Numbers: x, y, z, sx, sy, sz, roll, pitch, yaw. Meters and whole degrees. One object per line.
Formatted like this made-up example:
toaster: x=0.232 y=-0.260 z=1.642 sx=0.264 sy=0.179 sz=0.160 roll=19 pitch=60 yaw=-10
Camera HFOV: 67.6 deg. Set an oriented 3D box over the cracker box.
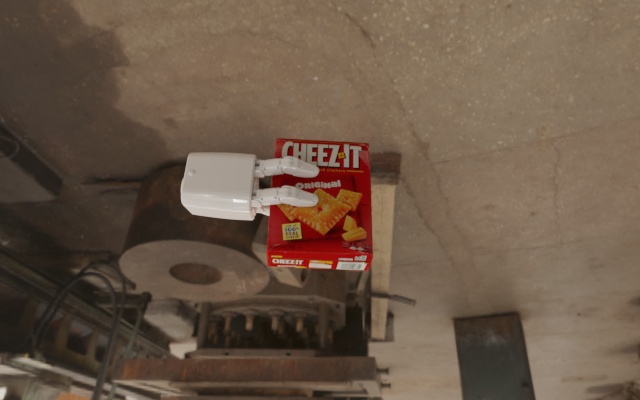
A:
cracker box: x=0.000 y=0.003 z=0.785 sx=0.164 sy=0.213 sz=0.072 roll=3 pitch=-29 yaw=-3
